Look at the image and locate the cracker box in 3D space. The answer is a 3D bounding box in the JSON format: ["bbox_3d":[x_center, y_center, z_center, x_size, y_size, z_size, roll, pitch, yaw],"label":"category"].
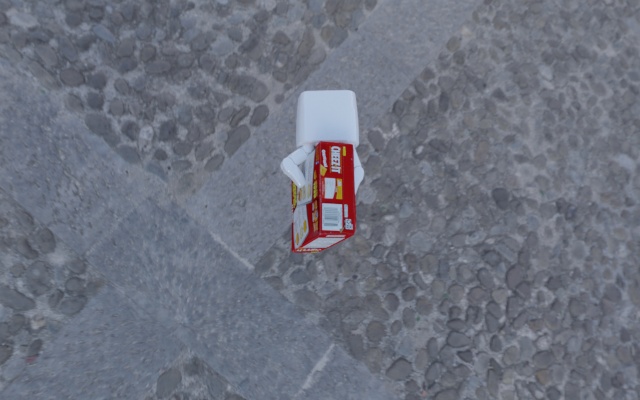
[{"bbox_3d":[0.000,0.003,0.894,0.072,0.164,0.214,3,-14,-15],"label":"cracker box"}]
